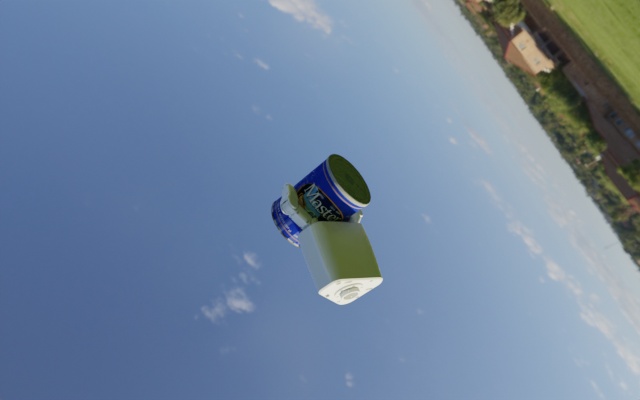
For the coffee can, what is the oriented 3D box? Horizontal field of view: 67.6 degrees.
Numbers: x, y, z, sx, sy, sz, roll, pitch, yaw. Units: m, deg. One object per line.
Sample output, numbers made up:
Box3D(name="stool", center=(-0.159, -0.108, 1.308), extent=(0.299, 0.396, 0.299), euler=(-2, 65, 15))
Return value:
Box3D(name="coffee can", center=(0.000, 0.002, 0.815), extent=(0.140, 0.102, 0.103), euler=(-38, -19, 26))
